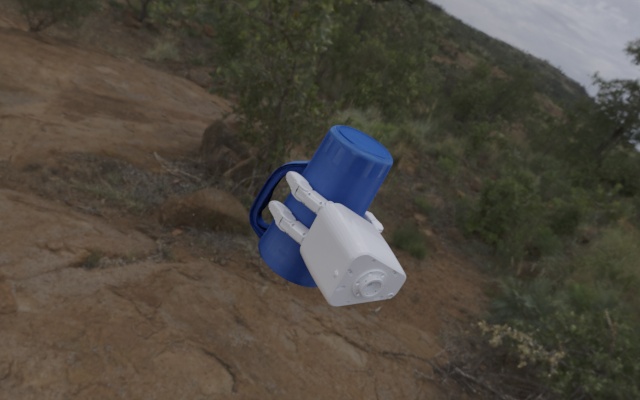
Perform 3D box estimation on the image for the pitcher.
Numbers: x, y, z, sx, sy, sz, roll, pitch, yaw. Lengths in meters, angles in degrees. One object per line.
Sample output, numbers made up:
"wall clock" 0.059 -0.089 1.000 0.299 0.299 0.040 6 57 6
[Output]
"pitcher" 0.000 0.003 0.757 0.149 0.243 0.145 14 27 -33
